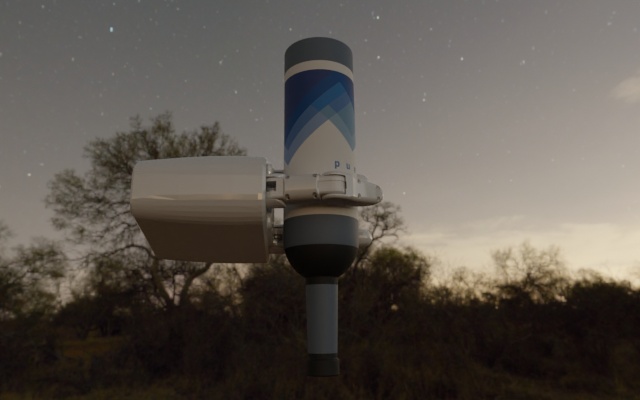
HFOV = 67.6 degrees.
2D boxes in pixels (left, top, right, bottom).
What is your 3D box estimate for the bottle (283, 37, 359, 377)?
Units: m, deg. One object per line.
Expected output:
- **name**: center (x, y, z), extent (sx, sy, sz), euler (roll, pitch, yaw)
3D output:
- **bottle**: center (0.000, 0.001, 0.429), extent (0.069, 0.295, 0.069), euler (-1, -15, 0)
